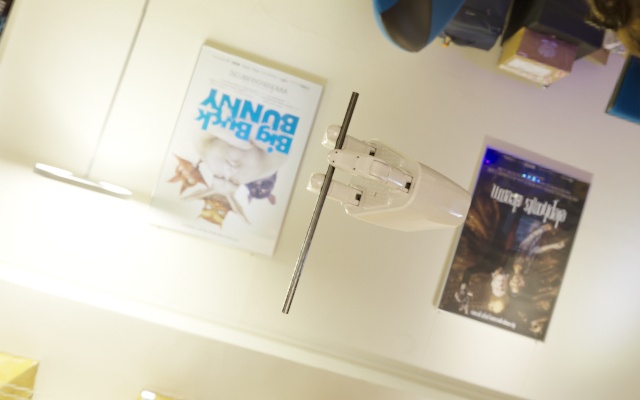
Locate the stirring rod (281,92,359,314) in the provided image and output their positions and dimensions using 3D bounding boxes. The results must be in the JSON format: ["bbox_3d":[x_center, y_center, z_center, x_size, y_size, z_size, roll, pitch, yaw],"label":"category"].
[{"bbox_3d":[0.000,0.002,0.497,0.011,0.239,0.011,18,-2,1],"label":"stirring rod"}]
